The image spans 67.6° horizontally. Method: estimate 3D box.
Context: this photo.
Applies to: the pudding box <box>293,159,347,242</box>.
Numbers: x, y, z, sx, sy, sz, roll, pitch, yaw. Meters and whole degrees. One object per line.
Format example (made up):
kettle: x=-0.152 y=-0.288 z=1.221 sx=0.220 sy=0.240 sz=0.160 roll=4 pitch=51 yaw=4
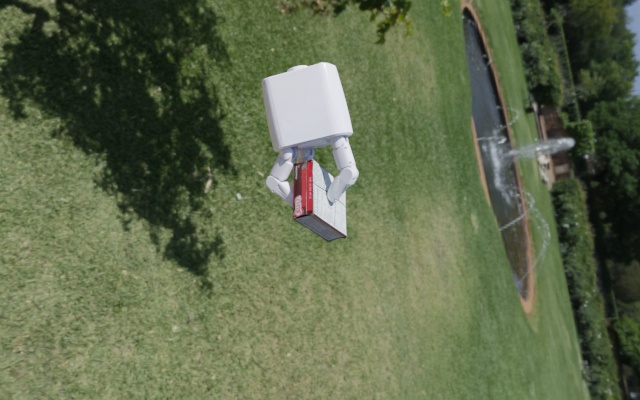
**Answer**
pudding box: x=0.000 y=0.002 z=0.722 sx=0.039 sy=0.090 sz=0.113 roll=-13 pitch=-28 yaw=27
